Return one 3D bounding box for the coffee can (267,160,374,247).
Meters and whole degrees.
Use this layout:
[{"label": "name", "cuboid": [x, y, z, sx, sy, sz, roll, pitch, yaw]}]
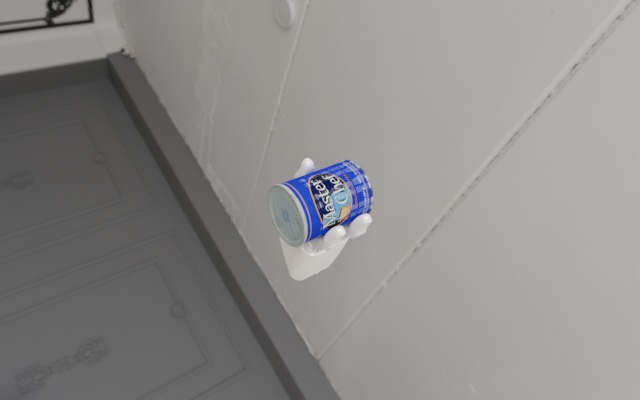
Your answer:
[{"label": "coffee can", "cuboid": [0.000, 0.002, 0.772, 0.140, 0.103, 0.103, -22, 12, -31]}]
